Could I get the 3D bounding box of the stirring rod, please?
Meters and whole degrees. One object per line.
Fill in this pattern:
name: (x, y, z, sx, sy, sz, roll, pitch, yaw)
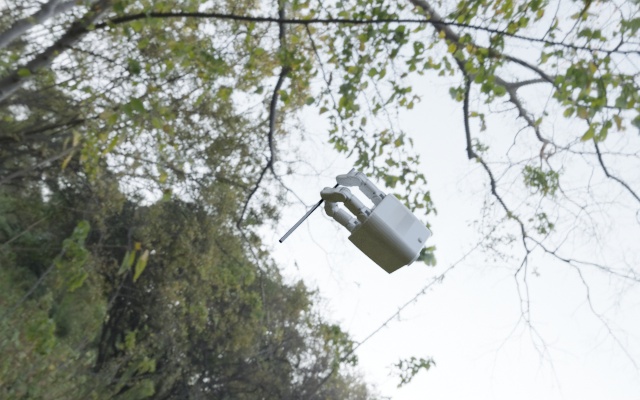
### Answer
stirring rod: (0.000, 0.003, 0.843, 0.011, 0.011, 0.239, 0, 32, 39)
